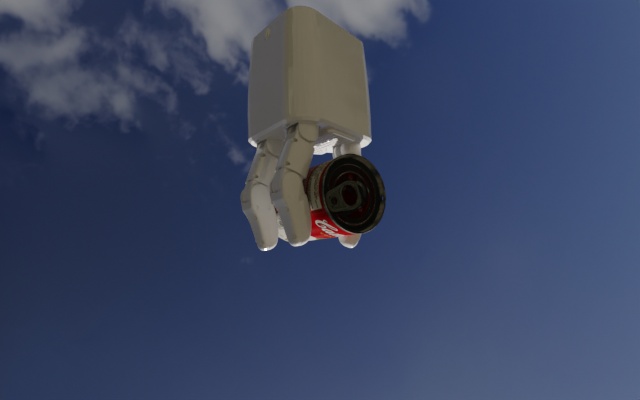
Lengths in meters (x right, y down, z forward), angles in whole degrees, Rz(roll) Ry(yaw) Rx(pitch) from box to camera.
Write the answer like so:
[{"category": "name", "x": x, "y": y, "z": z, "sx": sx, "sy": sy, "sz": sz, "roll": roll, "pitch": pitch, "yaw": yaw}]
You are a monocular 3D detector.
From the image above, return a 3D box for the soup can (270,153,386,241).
[{"category": "soup can", "x": 0.000, "y": 0.002, "z": 0.436, "sx": 0.068, "sy": 0.068, "sz": 0.102, "roll": 0, "pitch": -9, "yaw": -36}]
